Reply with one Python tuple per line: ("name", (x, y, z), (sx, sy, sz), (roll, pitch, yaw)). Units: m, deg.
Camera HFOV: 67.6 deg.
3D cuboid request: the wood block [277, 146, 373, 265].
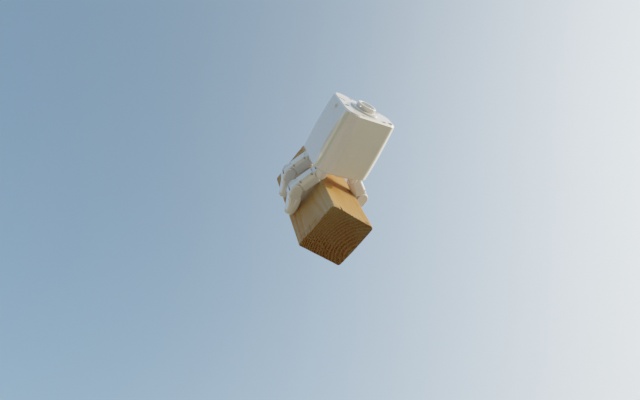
("wood block", (0.001, 0.002, 0.831), (0.091, 0.090, 0.206), (30, 20, -30))
